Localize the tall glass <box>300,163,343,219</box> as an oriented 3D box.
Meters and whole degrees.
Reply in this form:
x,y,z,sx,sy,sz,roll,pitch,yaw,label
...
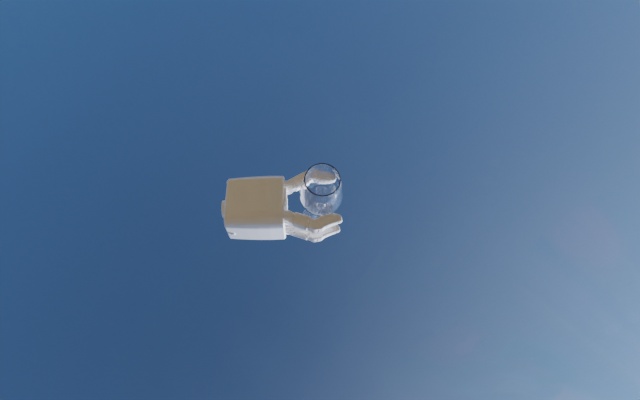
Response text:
x,y,z,sx,sy,sz,roll,pitch,yaw,label
0.000,0.003,0.890,0.079,0.079,0.201,0,-23,-2,tall glass
